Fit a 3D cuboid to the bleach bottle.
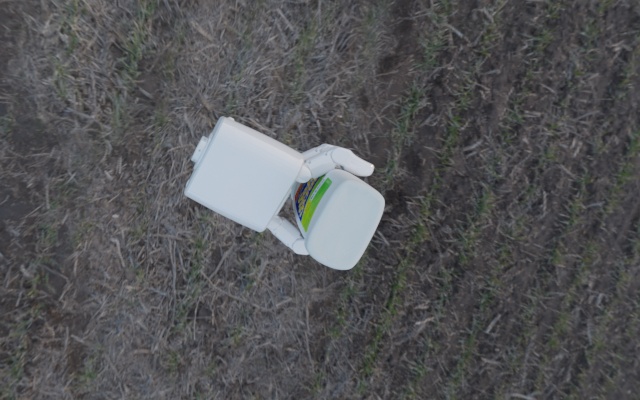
[{"bbox_3d":[0.000,0.002,0.629,0.068,0.102,0.250,27,3,-17],"label":"bleach bottle"}]
